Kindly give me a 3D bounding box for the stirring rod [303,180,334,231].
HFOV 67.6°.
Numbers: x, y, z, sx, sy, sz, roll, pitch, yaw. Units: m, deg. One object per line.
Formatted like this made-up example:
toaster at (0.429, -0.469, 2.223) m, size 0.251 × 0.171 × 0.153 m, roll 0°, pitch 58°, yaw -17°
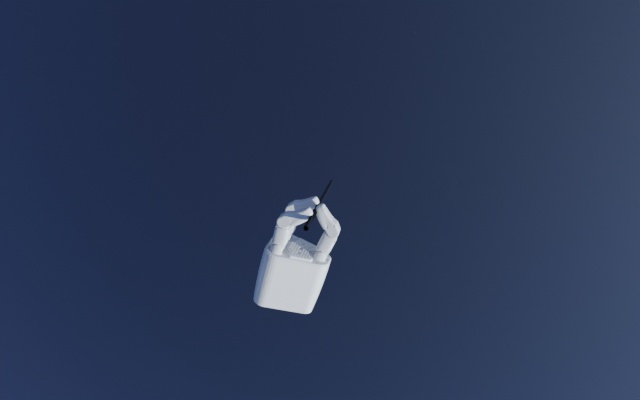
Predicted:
stirring rod at (0.000, 0.003, 0.825) m, size 0.011 × 0.011 × 0.239 m, roll 0°, pitch 19°, yaw 11°
